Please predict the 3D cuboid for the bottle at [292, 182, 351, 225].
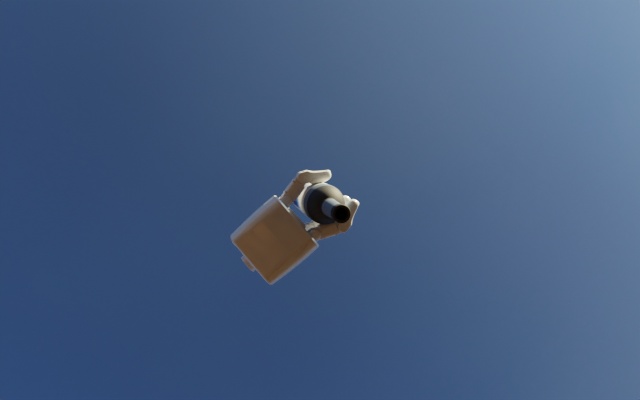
[{"bbox_3d":[0.000,0.003,0.826,0.069,0.069,0.295,0,7,-12],"label":"bottle"}]
